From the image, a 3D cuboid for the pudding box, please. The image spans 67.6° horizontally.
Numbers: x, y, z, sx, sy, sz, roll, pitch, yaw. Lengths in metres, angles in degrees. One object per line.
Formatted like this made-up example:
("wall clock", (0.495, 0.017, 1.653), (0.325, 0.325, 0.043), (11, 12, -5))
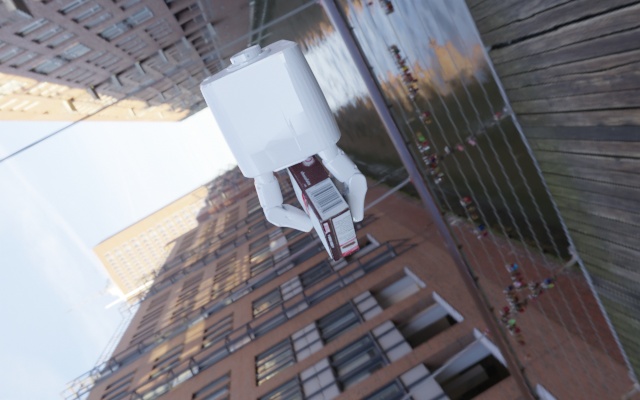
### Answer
("pudding box", (0.000, 0.002, 0.555), (0.039, 0.113, 0.090), (-26, -37, -5))
